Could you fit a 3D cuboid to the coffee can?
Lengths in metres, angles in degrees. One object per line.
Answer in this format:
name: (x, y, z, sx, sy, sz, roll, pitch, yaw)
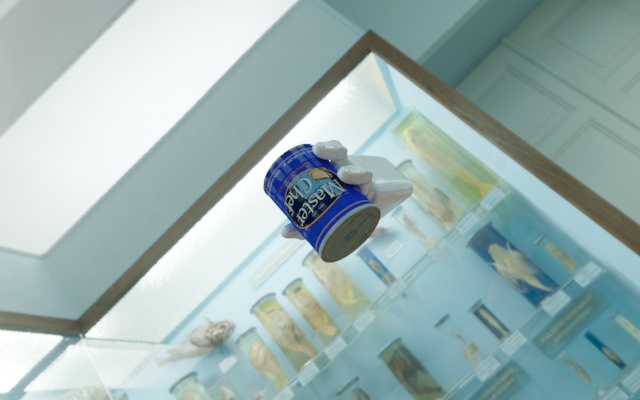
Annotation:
coffee can: (0.000, 0.002, 0.668, 0.103, 0.103, 0.140, 0, 40, -53)
